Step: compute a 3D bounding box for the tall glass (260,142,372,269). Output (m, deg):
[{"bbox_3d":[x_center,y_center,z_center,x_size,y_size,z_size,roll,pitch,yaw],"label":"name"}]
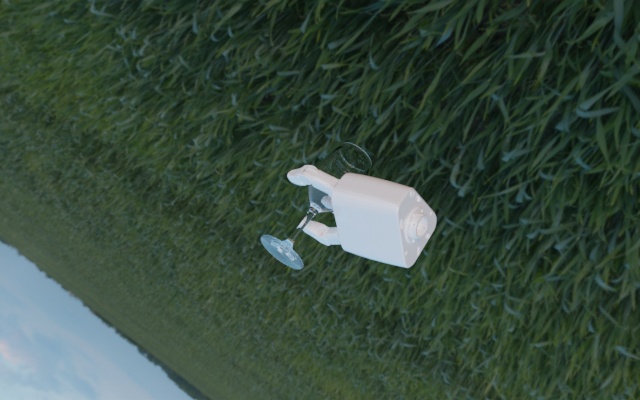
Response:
[{"bbox_3d":[0.000,0.003,0.716,0.079,0.201,0.079,30,-26,16],"label":"tall glass"}]
